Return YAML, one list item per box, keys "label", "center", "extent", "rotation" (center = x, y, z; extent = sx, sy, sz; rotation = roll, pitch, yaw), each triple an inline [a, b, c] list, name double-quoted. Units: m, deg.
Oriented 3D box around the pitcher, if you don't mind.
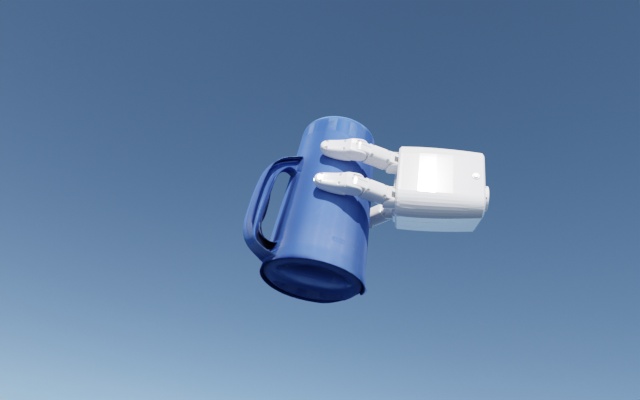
- label: "pitcher"
  center: [0.000, 0.002, 0.644]
  extent: [0.145, 0.242, 0.149]
  rotation: [3, -33, 13]
